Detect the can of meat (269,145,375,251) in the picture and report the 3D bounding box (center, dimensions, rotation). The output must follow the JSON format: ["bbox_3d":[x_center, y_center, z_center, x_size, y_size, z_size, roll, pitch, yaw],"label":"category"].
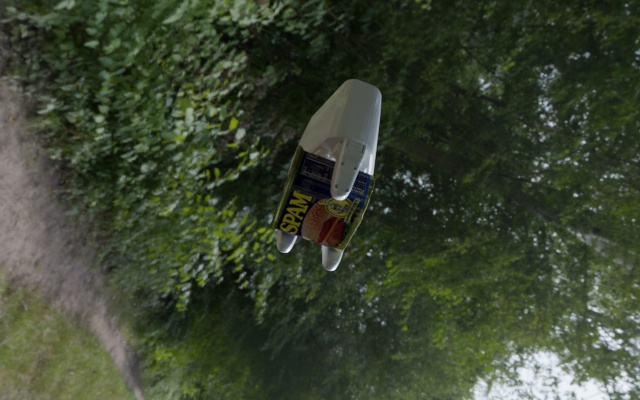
[{"bbox_3d":[0.000,0.002,0.500,0.084,0.057,0.102,19,-41,-5],"label":"can of meat"}]
